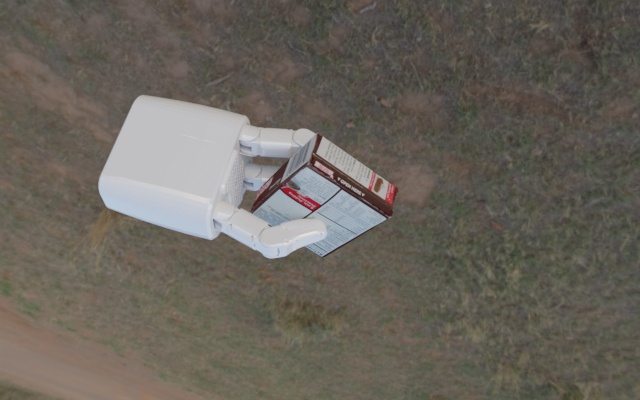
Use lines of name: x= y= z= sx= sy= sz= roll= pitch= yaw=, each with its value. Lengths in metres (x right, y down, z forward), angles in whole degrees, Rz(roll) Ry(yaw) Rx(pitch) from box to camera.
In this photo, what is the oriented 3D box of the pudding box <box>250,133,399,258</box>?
pudding box: x=0.000 y=0.002 z=0.434 sx=0.090 sy=0.039 sz=0.113 roll=32 pitch=-36 yaw=-18
